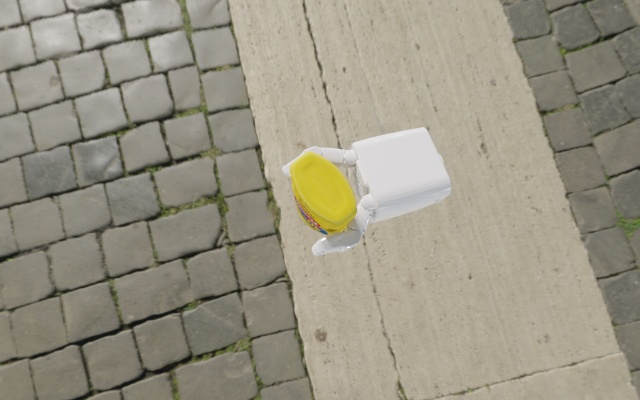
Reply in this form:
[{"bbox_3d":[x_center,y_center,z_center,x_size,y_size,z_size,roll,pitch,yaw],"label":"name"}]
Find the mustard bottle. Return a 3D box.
[{"bbox_3d":[0.000,0.002,0.645,0.058,0.096,0.192,-39,-7,-8],"label":"mustard bottle"}]
